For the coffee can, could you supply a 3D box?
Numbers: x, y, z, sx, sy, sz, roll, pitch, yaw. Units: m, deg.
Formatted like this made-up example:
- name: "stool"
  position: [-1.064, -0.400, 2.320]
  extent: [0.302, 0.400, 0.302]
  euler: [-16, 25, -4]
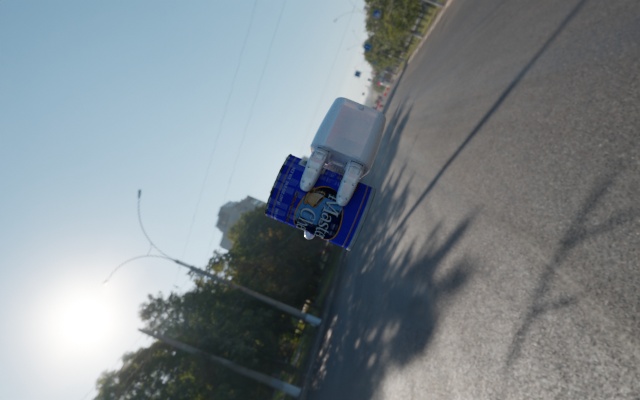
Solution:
- name: "coffee can"
  position: [0.000, 0.003, 0.723]
  extent: [0.140, 0.103, 0.103]
  euler: [22, 1, 2]
